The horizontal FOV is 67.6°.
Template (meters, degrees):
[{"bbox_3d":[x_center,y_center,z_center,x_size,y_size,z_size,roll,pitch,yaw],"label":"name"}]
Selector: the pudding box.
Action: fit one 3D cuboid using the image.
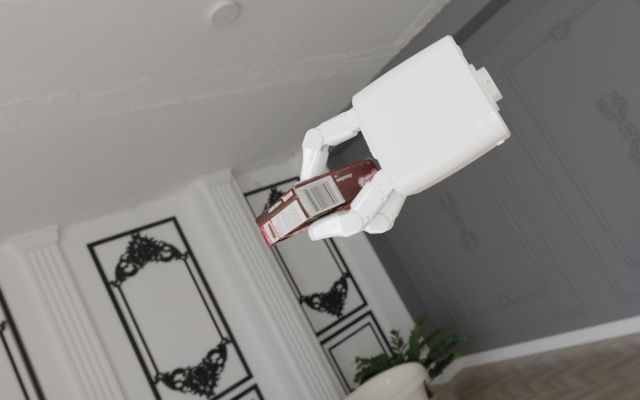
[{"bbox_3d":[0.000,0.001,0.501,0.113,0.039,0.090,-20,-11,-38],"label":"pudding box"}]
